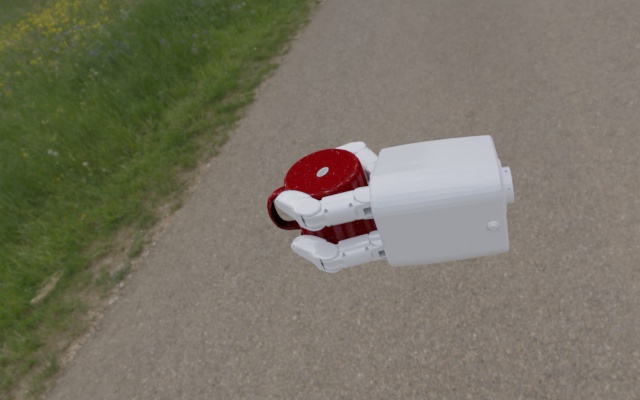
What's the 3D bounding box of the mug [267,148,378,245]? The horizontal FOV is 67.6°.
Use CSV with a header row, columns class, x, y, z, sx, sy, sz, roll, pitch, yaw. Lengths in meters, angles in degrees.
class,x,y,z,sx,sy,sz,roll,pitch,yaw
mug,-0.001,0.002,0.502,0.117,0.082,0.093,-9,38,16
